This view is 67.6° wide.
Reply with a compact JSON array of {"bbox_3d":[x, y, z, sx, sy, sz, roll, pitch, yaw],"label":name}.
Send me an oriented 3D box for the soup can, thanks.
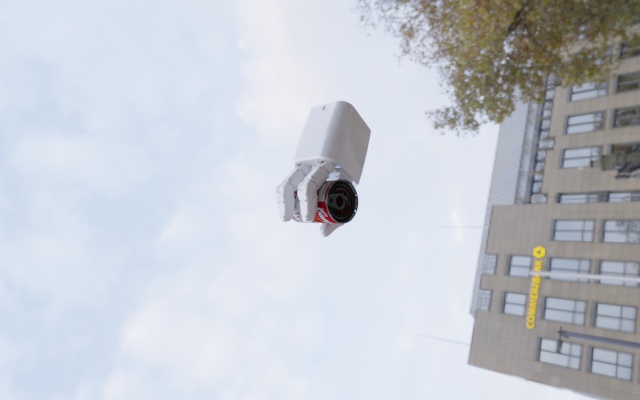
[{"bbox_3d":[0.000,0.003,0.756,0.068,0.068,0.102,0,-1,-43],"label":"soup can"}]
